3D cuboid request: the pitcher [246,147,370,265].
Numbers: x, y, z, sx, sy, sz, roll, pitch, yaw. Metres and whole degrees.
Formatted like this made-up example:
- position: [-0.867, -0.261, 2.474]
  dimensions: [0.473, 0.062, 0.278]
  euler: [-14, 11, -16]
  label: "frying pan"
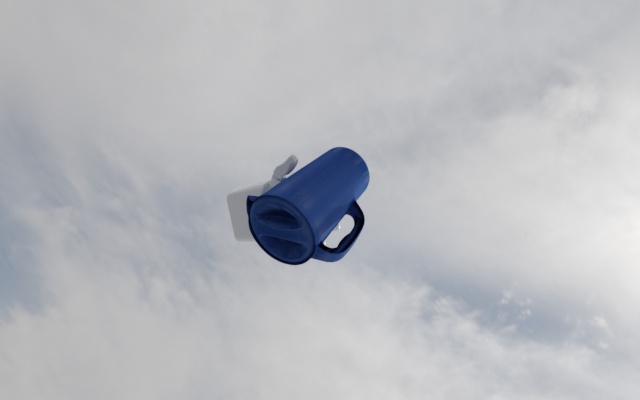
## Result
- position: [0.000, 0.003, 0.852]
  dimensions: [0.145, 0.149, 0.242]
  euler: [-10, 22, 39]
  label: "pitcher"
